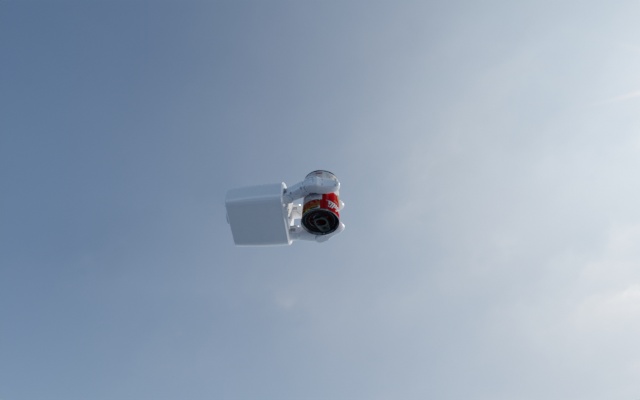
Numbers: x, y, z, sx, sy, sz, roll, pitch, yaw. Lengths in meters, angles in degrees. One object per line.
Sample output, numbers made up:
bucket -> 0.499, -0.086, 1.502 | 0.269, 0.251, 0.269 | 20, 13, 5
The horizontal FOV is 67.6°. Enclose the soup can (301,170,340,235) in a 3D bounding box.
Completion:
soup can -> 0.001, 0.003, 0.863 | 0.068, 0.102, 0.069 | 1, -44, 1
